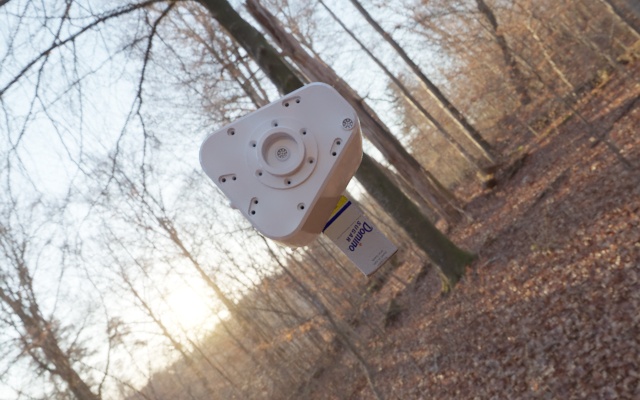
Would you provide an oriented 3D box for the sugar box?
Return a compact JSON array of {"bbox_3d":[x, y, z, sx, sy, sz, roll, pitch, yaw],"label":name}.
[{"bbox_3d":[0.000,0.002,0.488,0.048,0.176,0.093,-43,-7,0],"label":"sugar box"}]
